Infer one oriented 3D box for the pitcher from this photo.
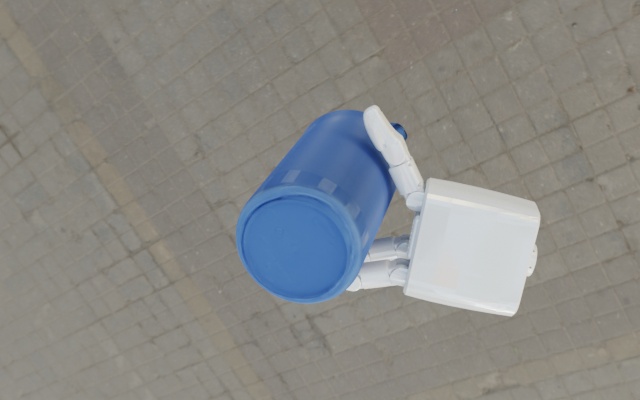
[{"bbox_3d":[0.000,0.002,0.489,0.145,0.149,0.242,14,24,9],"label":"pitcher"}]
